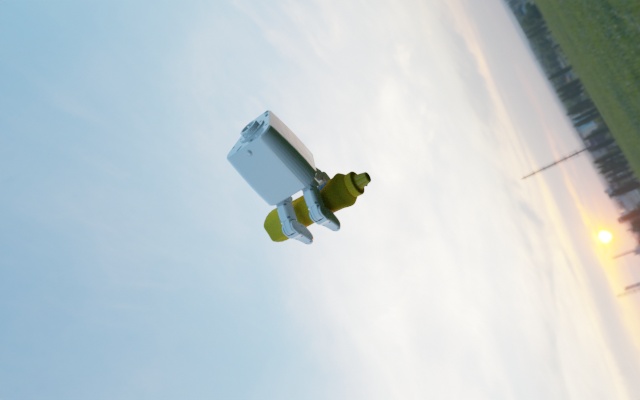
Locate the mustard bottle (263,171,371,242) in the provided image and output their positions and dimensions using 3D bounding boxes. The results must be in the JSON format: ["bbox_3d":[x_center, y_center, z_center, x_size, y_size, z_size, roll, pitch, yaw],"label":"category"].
[{"bbox_3d":[0.000,0.003,0.788,0.192,0.058,0.096,-29,3,28],"label":"mustard bottle"}]
